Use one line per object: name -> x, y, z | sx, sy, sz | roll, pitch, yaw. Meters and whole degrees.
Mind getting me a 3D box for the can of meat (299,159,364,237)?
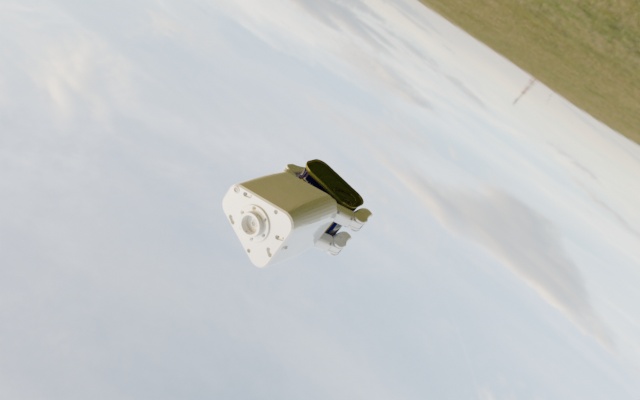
can of meat -> 0.000, 0.003, 0.726 | 0.102, 0.084, 0.057 | 44, 28, 13
